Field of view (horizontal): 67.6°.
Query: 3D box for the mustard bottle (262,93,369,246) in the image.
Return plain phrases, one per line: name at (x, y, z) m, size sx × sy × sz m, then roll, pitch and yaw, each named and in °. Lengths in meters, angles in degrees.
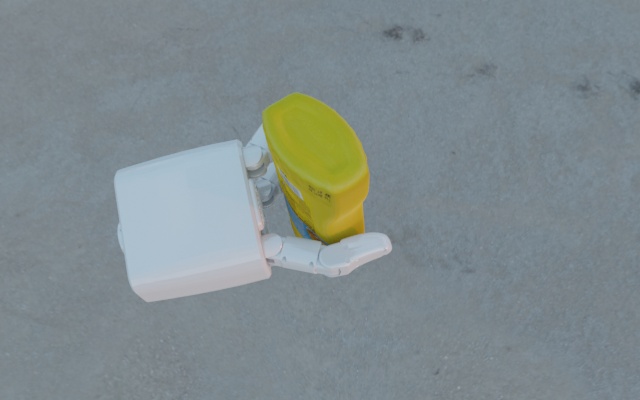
mustard bottle at (0.000, 0.001, 0.418) m, size 0.058 × 0.096 × 0.192 m, roll -35°, pitch -26°, yaw -15°
